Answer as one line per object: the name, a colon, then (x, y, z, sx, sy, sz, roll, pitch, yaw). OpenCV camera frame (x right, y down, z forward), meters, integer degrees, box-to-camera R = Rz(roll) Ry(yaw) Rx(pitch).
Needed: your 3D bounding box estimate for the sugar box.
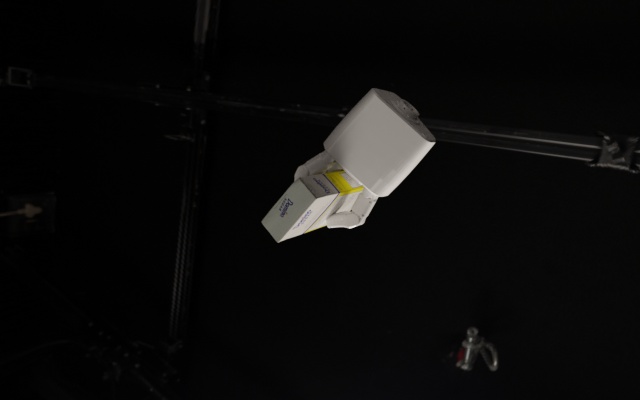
sugar box: (0.000, 0.002, 0.703, 0.093, 0.048, 0.176, -48, -19, 26)
